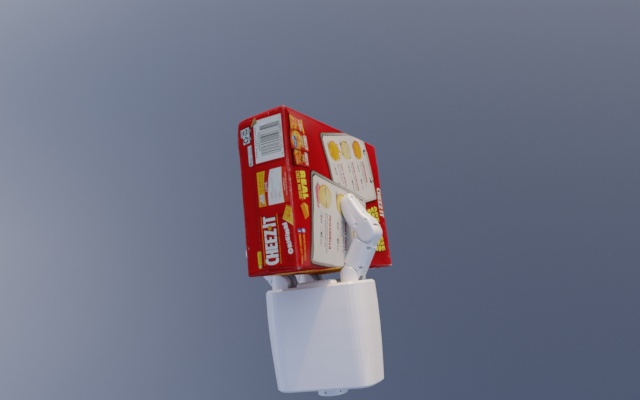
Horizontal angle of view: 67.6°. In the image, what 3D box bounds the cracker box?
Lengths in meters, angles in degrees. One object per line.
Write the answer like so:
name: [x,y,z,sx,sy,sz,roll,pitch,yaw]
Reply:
cracker box: [0.000,0.002,0.555,0.072,0.164,0.214,-12,-12,30]
